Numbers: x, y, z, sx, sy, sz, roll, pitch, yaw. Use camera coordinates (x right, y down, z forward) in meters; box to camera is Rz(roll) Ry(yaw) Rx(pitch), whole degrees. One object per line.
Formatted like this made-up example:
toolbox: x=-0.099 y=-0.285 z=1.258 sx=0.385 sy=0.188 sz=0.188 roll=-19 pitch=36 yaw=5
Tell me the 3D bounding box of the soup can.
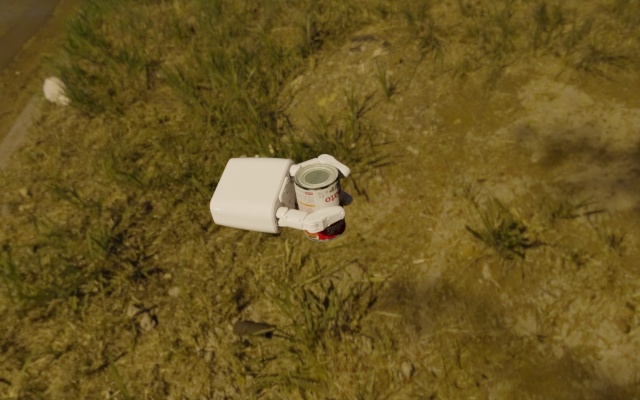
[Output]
soup can: x=0.001 y=0.002 z=0.721 sx=0.068 sy=0.102 sz=0.068 roll=-6 pitch=38 yaw=4
